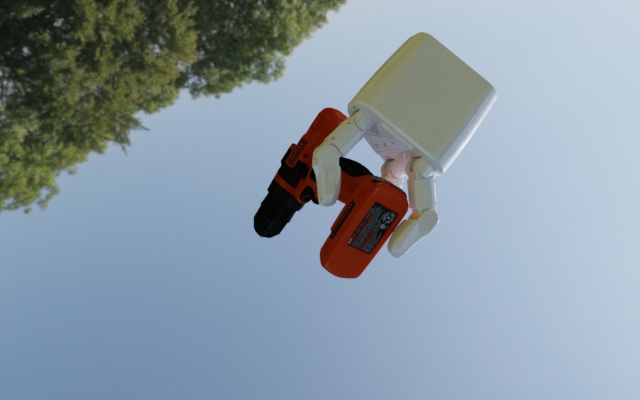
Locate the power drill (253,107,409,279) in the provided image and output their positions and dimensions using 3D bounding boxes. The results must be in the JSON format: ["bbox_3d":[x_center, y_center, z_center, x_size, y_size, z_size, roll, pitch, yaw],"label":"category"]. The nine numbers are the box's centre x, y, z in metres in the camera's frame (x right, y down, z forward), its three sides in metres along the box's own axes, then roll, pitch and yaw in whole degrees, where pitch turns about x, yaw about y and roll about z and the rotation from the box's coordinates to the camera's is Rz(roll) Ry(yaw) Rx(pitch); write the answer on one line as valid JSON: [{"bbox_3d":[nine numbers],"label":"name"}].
[{"bbox_3d":[0.000,0.002,0.533,0.057,0.184,0.187,23,17,-36],"label":"power drill"}]
